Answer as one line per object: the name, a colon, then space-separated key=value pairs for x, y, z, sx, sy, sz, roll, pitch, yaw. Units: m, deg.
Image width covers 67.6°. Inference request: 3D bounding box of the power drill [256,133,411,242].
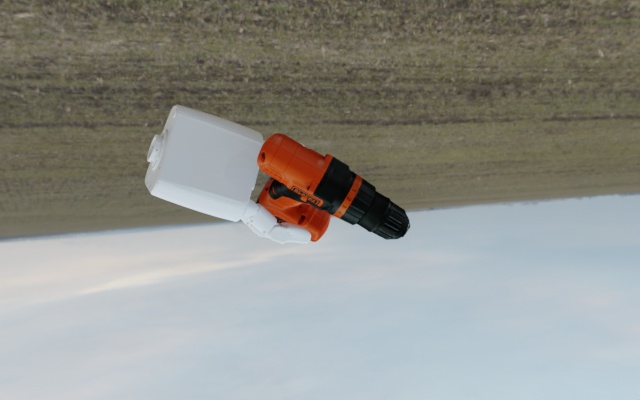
power drill: x=0.000 y=0.002 z=0.585 sx=0.184 sy=0.057 sz=0.188 roll=32 pitch=-20 yaw=-6
